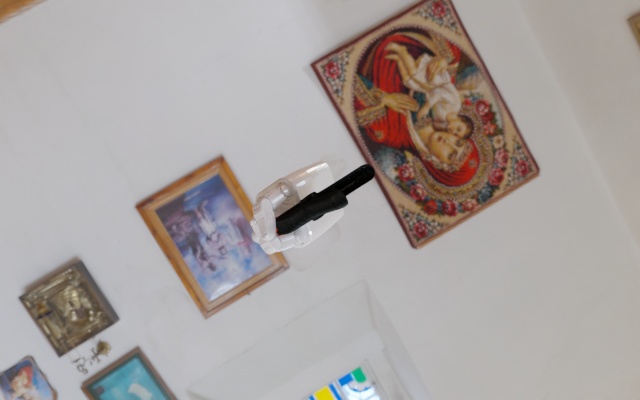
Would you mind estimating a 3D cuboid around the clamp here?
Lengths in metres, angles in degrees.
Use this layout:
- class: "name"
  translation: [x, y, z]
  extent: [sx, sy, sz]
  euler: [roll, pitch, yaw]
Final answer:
- class: "clamp"
  translation: [0.000, 0.003, 0.676]
  extent: [0.171, 0.039, 0.120]
  euler: [-24, 4, 41]
